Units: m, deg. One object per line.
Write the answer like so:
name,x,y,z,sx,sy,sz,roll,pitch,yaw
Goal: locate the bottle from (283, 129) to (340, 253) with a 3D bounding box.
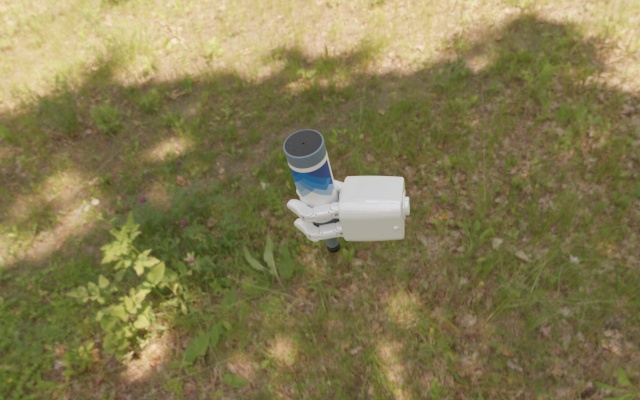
bottle,0.000,0.003,0.871,0.069,0.069,0.296,0,-40,14
